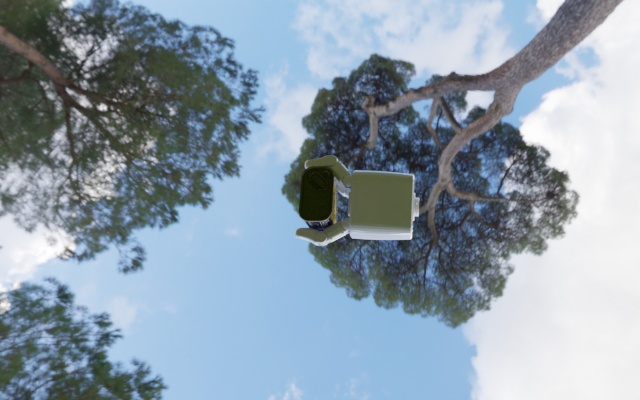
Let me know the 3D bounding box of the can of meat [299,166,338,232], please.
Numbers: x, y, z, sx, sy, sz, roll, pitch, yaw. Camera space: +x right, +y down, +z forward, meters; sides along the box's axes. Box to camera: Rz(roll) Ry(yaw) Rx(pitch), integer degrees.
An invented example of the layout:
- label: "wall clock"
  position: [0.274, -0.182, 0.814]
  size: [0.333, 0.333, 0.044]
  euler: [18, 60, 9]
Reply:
- label: "can of meat"
  position: [0.000, 0.003, 0.848]
  size: [0.057, 0.102, 0.084]
  euler: [-1, -22, 10]
